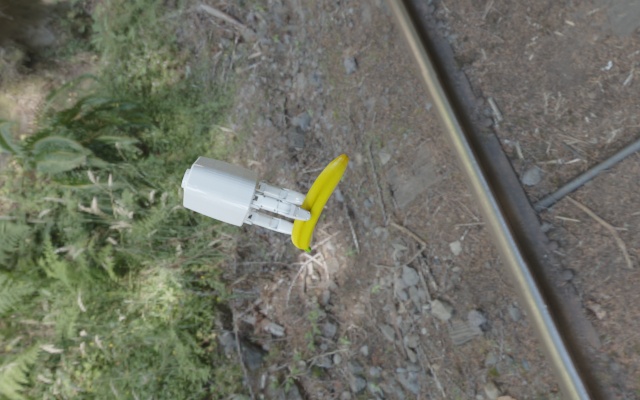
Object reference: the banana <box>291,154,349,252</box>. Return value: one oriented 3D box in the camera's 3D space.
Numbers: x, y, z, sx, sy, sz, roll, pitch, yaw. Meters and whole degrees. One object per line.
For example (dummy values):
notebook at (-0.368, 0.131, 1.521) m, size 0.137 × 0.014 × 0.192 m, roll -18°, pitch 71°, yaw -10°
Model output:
banana at (-0.008, 0.009, 0.827) m, size 0.037 × 0.198 × 0.069 m, roll 29°, pitch 20°, yaw 15°
